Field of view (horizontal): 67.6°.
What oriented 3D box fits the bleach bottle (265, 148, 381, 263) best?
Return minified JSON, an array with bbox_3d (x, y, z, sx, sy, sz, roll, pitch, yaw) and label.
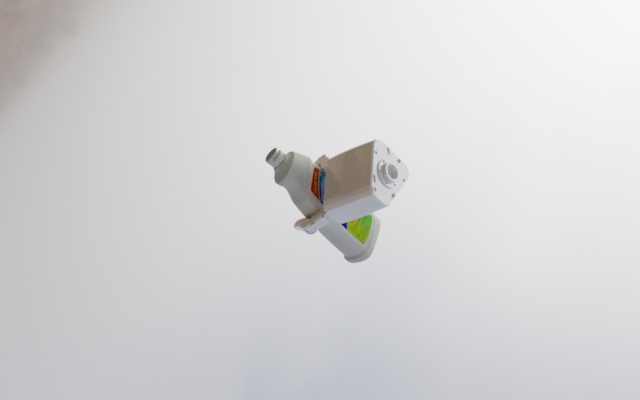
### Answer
[{"bbox_3d":[0.000,0.003,0.847,0.251,0.102,0.068,41,-37,-25],"label":"bleach bottle"}]
